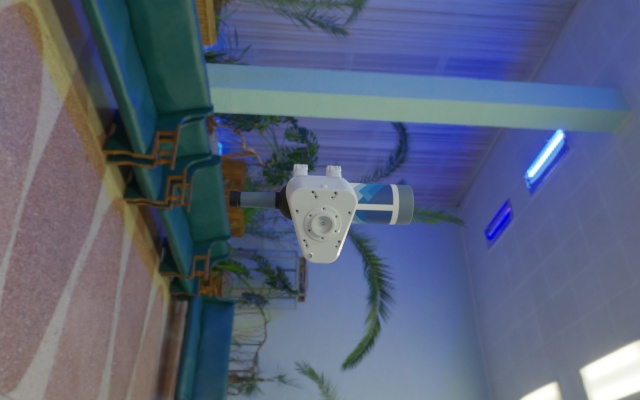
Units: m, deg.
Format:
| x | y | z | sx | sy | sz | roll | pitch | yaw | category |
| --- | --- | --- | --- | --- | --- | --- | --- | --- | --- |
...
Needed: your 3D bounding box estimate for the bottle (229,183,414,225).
| x | y | z | sx | sy | sz | roll | pitch | yaw | category |
| --- | --- | --- | --- | --- | --- | --- | --- | --- | --- |
| 0.000 | 0.003 | 0.785 | 0.296 | 0.069 | 0.069 | 2 | 0 | -5 | bottle |
